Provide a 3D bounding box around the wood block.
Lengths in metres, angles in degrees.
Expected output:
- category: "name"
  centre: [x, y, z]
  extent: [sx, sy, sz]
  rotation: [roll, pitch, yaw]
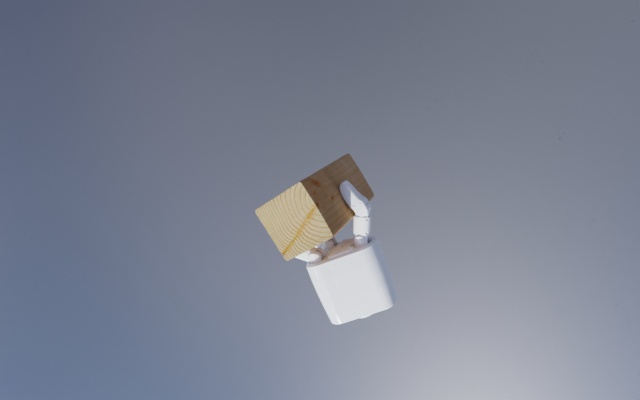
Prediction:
- category: "wood block"
  centre: [0.001, 0.003, 0.753]
  extent: [0.091, 0.090, 0.206]
  rotation: [-30, 3, 27]
